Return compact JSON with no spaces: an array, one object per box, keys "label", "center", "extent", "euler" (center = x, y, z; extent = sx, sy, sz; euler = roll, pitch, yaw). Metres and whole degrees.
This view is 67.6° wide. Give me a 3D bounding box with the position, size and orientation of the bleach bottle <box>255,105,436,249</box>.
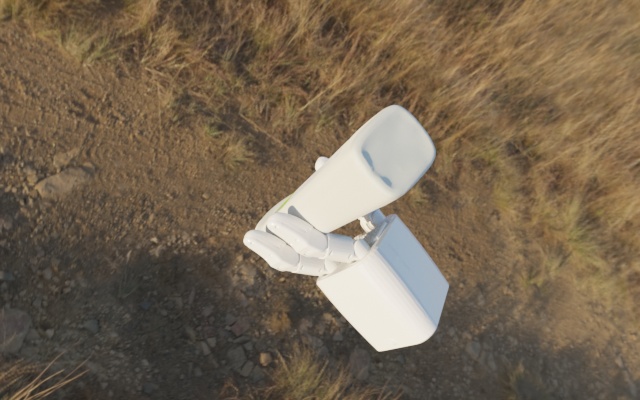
[{"label":"bleach bottle","center":[0.000,0.002,0.503],"extent":[0.102,0.068,0.251],"euler":[-43,5,-39]}]
